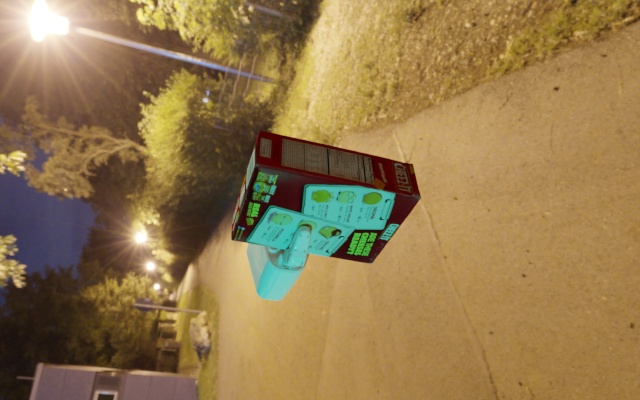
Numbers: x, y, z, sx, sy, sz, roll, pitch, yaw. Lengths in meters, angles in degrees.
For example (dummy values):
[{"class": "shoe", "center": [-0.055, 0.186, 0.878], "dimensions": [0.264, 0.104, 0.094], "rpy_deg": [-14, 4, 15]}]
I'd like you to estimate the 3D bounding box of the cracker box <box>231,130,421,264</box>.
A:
[{"class": "cracker box", "center": [0.000, 0.002, 0.647], "dimensions": [0.214, 0.072, 0.164], "rpy_deg": [10, -41, -15]}]
